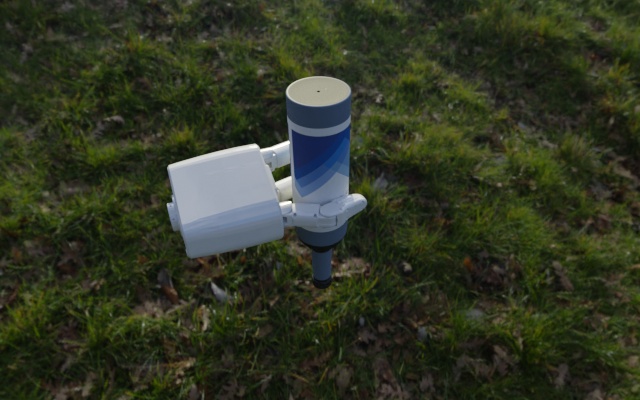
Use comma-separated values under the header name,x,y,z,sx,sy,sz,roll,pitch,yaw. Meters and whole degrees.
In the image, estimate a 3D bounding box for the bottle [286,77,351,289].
name,x,y,z,sx,sy,sz,roll,pitch,yaw
bottle,0.000,0.002,0.576,0.069,0.296,0.069,-1,40,1
